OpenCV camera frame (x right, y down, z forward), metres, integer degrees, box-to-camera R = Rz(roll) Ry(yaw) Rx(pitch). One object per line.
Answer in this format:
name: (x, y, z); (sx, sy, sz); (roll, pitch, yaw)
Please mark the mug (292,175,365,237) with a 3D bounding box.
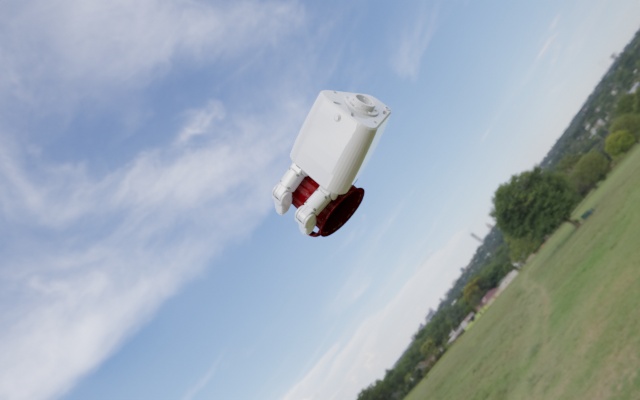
mug: (-0.001, 0.003, 0.717); (0.081, 0.117, 0.093); (42, 35, 20)
